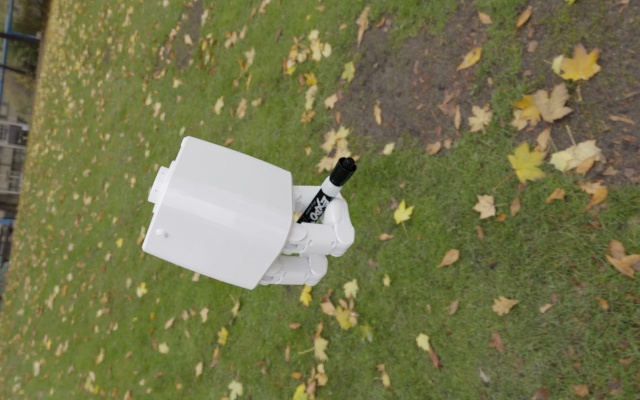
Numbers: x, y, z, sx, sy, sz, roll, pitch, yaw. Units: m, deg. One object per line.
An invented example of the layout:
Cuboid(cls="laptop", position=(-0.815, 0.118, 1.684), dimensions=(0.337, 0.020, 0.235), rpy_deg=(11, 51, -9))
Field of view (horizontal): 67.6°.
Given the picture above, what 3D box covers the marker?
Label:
Cuboid(cls="marker", position=(0.000, 0.002, 0.463), dimensions=(0.020, 0.020, 0.121), rpy_deg=(0, -38, -34))
